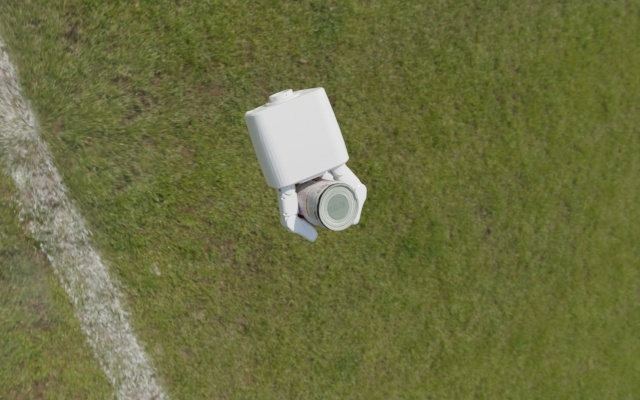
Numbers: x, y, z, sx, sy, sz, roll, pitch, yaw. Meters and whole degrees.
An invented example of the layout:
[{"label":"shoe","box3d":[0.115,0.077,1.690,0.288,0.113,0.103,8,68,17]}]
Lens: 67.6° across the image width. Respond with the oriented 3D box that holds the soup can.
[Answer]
[{"label":"soup can","box3d":[0.000,0.003,0.682,0.068,0.068,0.102,0,7,-31]}]
